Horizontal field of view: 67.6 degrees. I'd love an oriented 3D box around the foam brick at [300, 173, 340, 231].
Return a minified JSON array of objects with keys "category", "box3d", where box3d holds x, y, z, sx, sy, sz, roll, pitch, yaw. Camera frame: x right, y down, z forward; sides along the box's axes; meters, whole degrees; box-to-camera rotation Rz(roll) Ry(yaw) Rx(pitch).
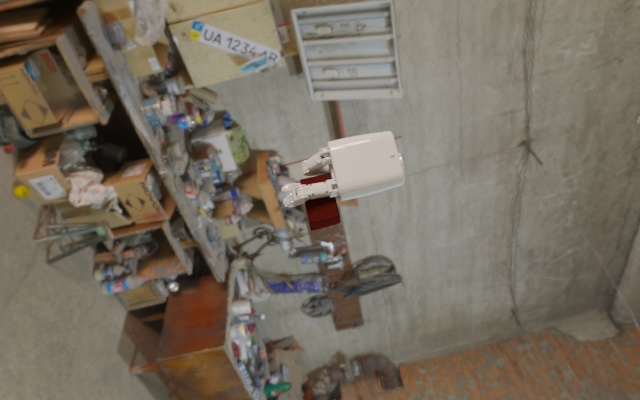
[{"category":"foam brick","box3d":[0.000,0.003,0.783,0.051,0.078,0.053,-12,-15,-1]}]
